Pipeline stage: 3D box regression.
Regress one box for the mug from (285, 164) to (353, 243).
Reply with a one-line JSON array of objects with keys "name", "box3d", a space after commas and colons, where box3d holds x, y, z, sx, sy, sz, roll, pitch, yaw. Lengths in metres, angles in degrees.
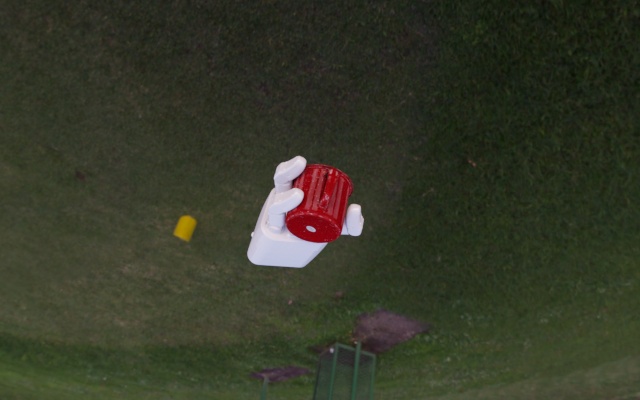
[{"name": "mug", "box3d": [0.001, 0.002, 0.676, 0.093, 0.081, 0.117, 19, -35, -10]}]
